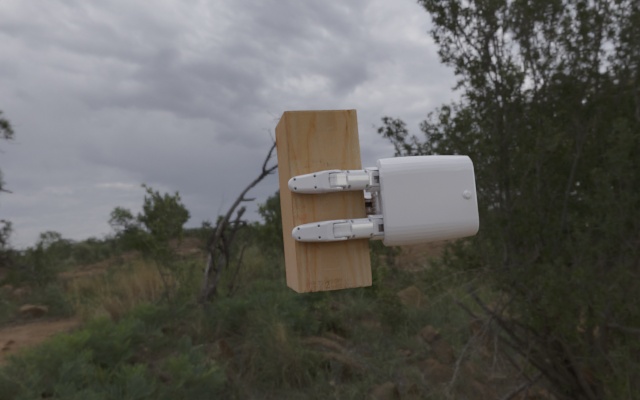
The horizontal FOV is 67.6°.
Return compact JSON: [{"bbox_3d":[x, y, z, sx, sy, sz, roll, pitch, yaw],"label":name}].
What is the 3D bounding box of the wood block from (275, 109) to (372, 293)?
[{"bbox_3d":[0.000,0.002,0.586,0.090,0.206,0.091,-4,-4,-12],"label":"wood block"}]
